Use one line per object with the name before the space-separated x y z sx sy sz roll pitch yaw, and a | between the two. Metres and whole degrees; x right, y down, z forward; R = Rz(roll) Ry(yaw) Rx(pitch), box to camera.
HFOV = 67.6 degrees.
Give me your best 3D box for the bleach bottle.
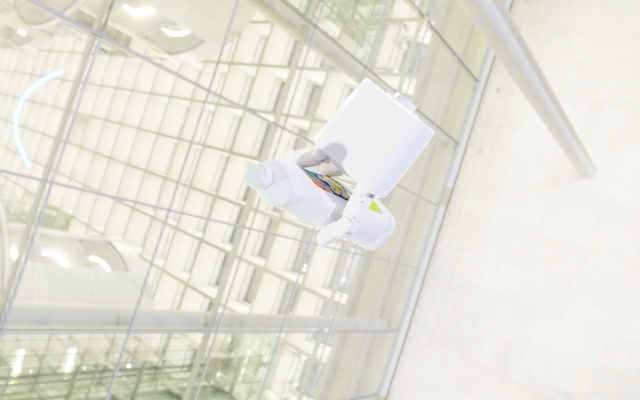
bleach bottle | 0.000 0.002 0.648 0.251 0.068 0.102 20 24 -51
